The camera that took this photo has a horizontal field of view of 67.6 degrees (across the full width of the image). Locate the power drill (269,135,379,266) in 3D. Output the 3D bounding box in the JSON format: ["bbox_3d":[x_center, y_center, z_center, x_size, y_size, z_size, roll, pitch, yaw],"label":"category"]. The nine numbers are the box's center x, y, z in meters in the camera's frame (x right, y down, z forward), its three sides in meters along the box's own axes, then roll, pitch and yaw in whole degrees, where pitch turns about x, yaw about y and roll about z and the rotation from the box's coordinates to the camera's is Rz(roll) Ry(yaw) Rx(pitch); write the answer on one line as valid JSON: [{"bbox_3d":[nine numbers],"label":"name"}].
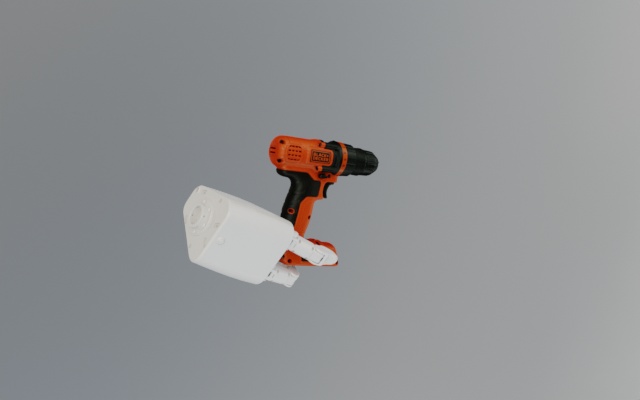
[{"bbox_3d":[0.000,0.003,0.717,0.184,0.187,0.057,5,4,-31],"label":"power drill"}]
